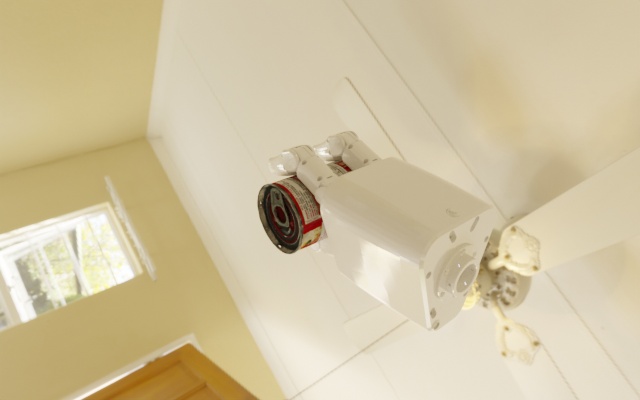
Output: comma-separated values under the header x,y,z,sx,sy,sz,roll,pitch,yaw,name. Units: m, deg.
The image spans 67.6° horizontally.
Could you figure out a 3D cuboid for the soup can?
x,y,z,sx,sy,sz,roll,pitch,yaw,name
0.000,0.001,0.462,0.102,0.068,0.068,-22,13,-34,soup can
